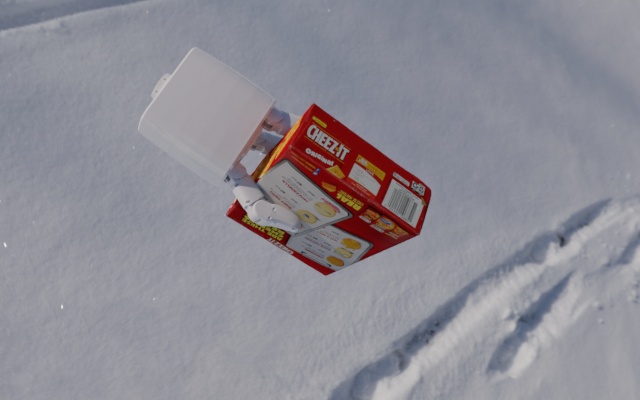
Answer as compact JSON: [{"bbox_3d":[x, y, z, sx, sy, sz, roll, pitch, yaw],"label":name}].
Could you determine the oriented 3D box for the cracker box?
[{"bbox_3d":[0.000,0.002,0.569,0.164,0.072,0.214,33,-31,-13],"label":"cracker box"}]
